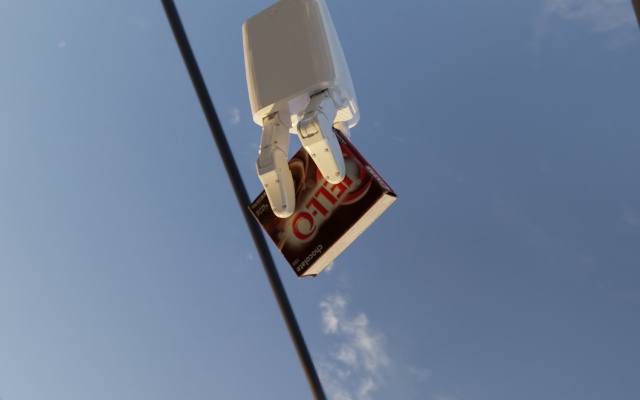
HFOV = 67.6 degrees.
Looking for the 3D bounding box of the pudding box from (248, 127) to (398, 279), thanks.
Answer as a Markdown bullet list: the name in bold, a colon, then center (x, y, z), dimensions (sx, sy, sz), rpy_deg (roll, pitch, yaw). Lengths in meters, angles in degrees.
- **pudding box**: center (0.000, 0.001, 0.437), dimensions (0.090, 0.113, 0.039), rpy_deg (51, 19, 26)
